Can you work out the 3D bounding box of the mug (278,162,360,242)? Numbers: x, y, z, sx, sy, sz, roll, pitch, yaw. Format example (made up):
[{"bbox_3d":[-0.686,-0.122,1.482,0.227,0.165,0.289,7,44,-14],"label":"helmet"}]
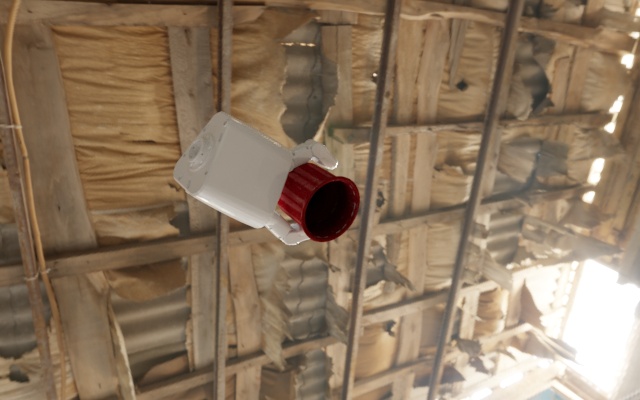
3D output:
[{"bbox_3d":[0.001,0.003,0.655,0.117,0.093,0.081,31,2,-42],"label":"mug"}]
